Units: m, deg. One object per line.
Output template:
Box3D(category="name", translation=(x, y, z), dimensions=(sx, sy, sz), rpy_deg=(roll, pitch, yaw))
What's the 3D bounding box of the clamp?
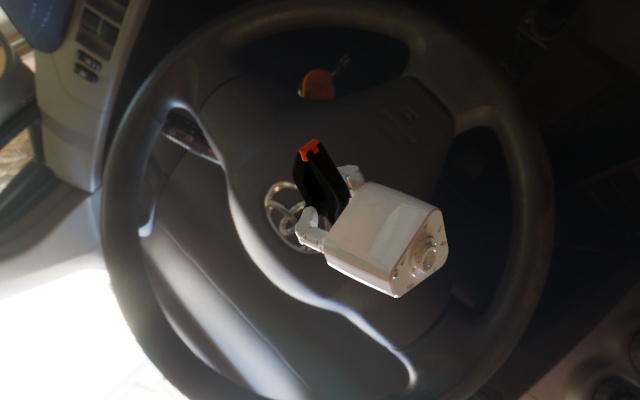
Box3D(category="clamp", translation=(0.000, 0.002, 0.676), dimensions=(0.164, 0.210, 0.036), rpy_deg=(22, 54, 43))
